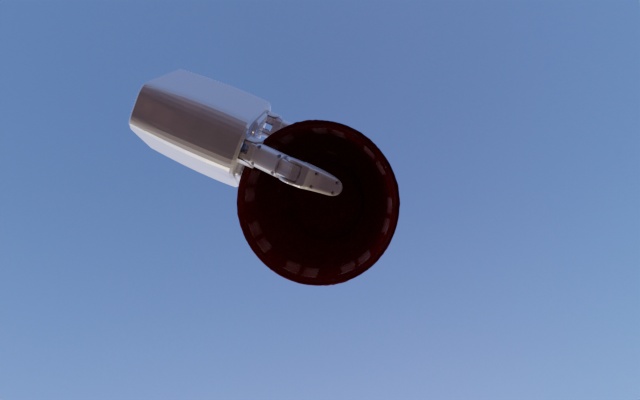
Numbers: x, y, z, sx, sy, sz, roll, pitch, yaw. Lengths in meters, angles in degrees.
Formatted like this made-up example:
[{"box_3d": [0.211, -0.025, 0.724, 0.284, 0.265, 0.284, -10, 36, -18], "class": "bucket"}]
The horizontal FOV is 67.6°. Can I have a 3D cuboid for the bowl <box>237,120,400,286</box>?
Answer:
[{"box_3d": [0.001, 0.002, 0.486, 0.162, 0.162, 0.055, 0, 4, 11], "class": "bowl"}]
